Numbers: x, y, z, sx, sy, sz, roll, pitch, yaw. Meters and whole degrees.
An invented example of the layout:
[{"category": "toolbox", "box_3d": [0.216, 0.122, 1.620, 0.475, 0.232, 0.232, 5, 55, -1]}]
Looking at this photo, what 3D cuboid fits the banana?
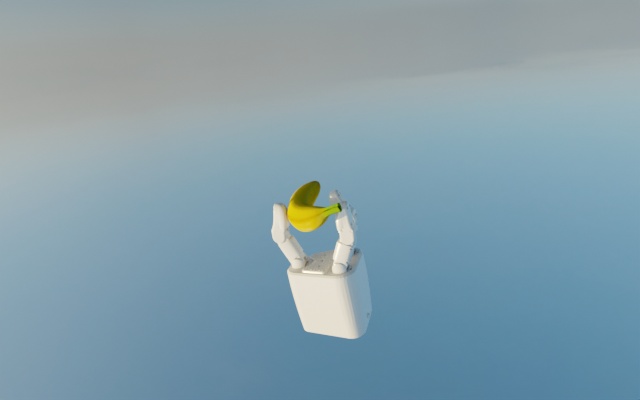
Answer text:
[{"category": "banana", "box_3d": [-0.017, 0.009, 0.701, 0.069, 0.037, 0.197, -20, 16, -5]}]
